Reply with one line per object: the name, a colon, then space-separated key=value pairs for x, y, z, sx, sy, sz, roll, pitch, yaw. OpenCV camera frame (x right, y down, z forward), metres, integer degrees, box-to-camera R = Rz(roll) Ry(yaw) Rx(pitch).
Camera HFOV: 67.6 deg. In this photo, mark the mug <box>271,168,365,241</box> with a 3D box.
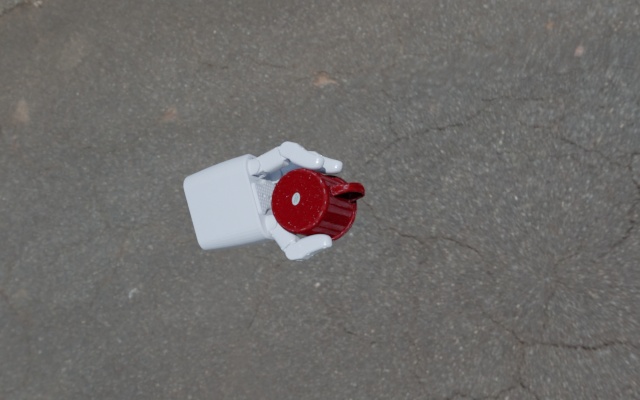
mug: x=0.001 y=0.002 z=0.610 sx=0.117 sy=0.093 sz=0.081 roll=-16 pitch=-15 yaw=23
